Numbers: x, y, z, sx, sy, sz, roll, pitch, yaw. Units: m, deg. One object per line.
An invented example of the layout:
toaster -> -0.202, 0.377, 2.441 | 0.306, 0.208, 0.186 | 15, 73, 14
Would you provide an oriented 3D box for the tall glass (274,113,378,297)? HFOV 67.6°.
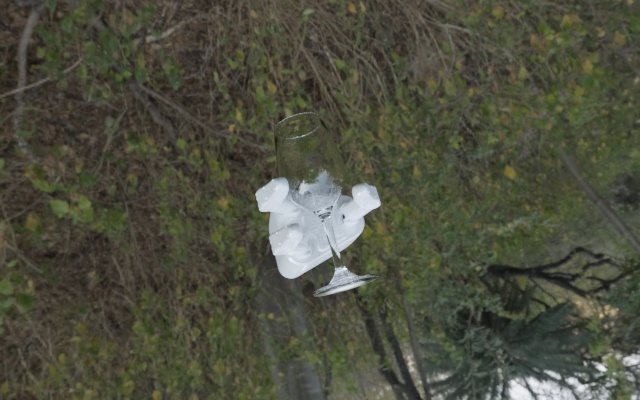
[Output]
tall glass -> 0.000, 0.002, 0.545 | 0.079, 0.201, 0.079 | -15, -17, -5
